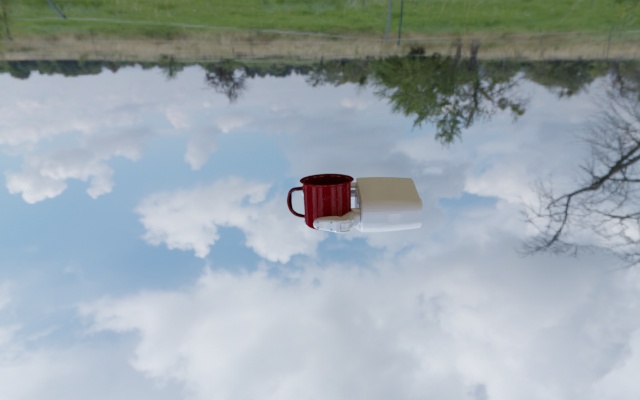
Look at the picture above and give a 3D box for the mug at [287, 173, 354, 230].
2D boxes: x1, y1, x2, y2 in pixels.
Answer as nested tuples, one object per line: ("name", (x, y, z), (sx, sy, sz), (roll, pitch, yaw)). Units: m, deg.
("mug", (-0.001, 0.003, 0.827), (0.117, 0.081, 0.093), (-2, 15, 0))
